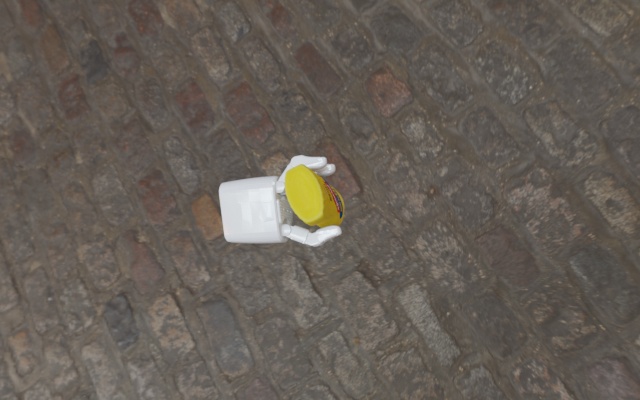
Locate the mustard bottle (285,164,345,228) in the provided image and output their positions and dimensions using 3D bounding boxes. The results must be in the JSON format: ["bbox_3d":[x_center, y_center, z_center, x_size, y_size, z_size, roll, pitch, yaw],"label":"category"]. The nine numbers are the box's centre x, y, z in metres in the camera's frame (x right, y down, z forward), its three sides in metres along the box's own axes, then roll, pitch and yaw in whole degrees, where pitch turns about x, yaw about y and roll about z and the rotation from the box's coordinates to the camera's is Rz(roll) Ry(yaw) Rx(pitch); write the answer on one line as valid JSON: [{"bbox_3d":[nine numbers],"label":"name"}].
[{"bbox_3d":[0.000,0.003,0.829,0.058,0.096,0.192,-27,-16,11],"label":"mustard bottle"}]
